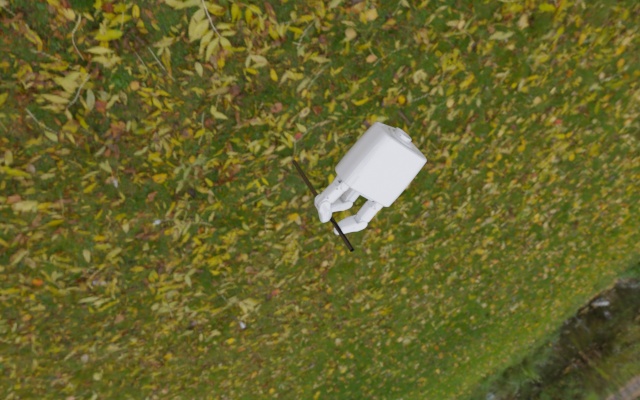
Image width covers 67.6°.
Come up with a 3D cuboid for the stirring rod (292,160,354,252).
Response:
[{"bbox_3d":[0.000,0.003,0.862,0.011,0.011,0.239,0,41,-35],"label":"stirring rod"}]
